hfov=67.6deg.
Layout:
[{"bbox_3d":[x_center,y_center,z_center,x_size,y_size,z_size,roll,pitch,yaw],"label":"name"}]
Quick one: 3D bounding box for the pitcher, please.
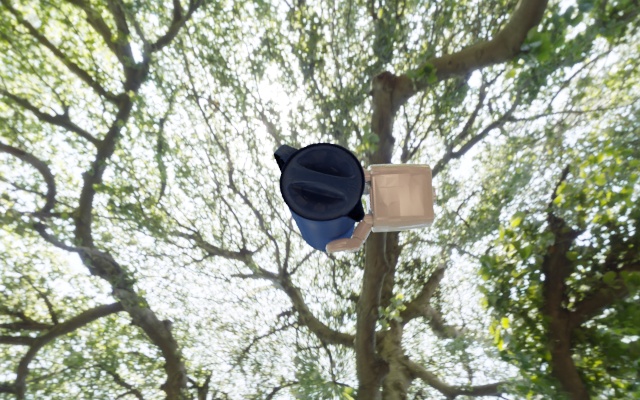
[{"bbox_3d":[0.000,0.003,0.841,0.145,0.149,0.243,-4,-21,1],"label":"pitcher"}]
